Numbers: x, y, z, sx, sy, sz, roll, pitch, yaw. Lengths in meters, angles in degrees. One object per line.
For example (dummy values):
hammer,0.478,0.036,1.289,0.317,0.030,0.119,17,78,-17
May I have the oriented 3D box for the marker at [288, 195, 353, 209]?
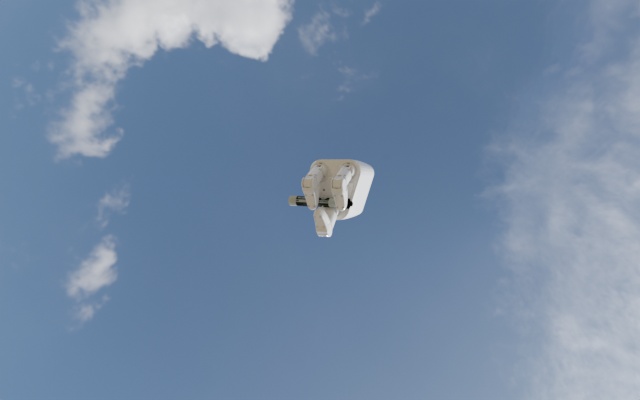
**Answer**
marker,0.000,0.003,0.860,0.121,0.020,0.020,3,1,22
